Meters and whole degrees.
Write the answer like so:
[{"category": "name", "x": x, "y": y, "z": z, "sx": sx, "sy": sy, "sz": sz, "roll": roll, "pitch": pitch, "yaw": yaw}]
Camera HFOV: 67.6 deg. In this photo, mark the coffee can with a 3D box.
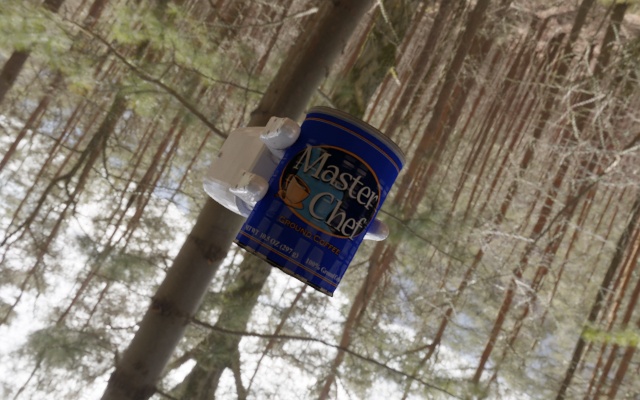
[{"category": "coffee can", "x": 0.000, "y": 0.001, "z": 0.434, "sx": 0.103, "sy": 0.140, "sz": 0.103, "roll": 29, "pitch": -8, "yaw": 4}]
